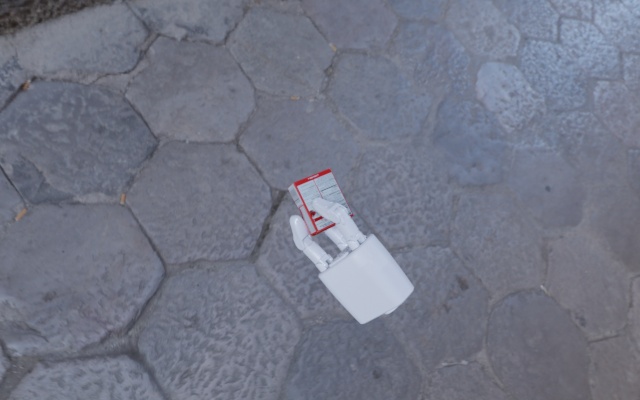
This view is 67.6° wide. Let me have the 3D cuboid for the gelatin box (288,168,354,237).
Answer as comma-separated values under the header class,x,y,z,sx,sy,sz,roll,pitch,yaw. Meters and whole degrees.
class,x,y,z,sx,sy,sz,roll,pitch,yaw
gelatin box,0.000,0.002,0.760,0.073,0.089,0.030,-24,-4,-29
